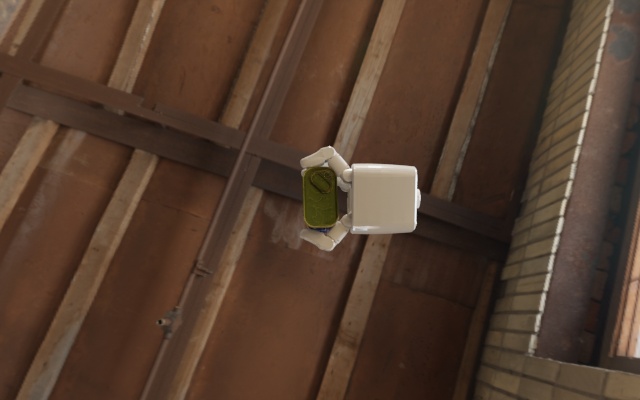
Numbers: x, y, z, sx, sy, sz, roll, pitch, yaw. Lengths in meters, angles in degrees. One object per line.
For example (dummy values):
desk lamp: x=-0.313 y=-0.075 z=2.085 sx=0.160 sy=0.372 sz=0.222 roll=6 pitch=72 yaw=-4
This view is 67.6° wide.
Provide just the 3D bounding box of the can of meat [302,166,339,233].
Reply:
can of meat: x=0.000 y=0.003 z=0.812 sx=0.057 sy=0.102 sz=0.084 roll=-2 pitch=-13 yaw=0
